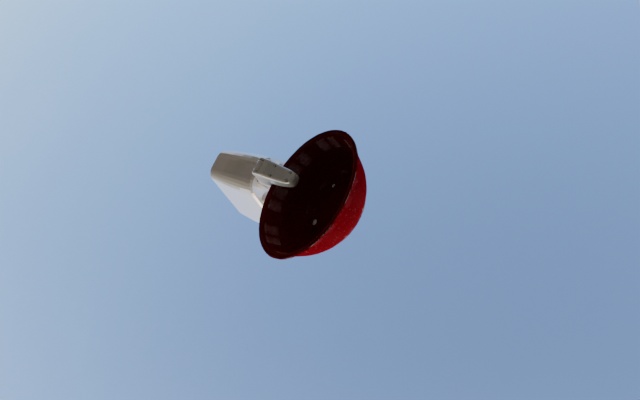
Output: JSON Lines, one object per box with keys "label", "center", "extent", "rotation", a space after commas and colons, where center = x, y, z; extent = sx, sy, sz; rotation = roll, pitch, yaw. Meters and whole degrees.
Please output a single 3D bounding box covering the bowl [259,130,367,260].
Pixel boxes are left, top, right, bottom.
{"label": "bowl", "center": [0.001, 0.002, 0.545], "extent": [0.055, 0.162, 0.162], "rotation": [32, -18, -32]}
